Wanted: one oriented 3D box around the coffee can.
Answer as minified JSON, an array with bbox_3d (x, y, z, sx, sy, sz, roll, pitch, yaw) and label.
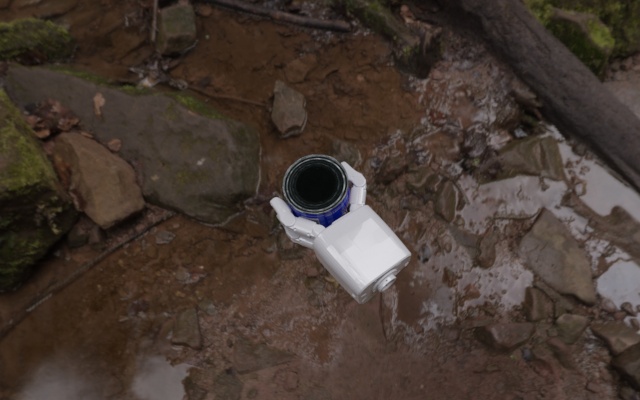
[{"bbox_3d":[0.000,0.002,0.789,0.103,0.102,0.140,0,-24,7],"label":"coffee can"}]
